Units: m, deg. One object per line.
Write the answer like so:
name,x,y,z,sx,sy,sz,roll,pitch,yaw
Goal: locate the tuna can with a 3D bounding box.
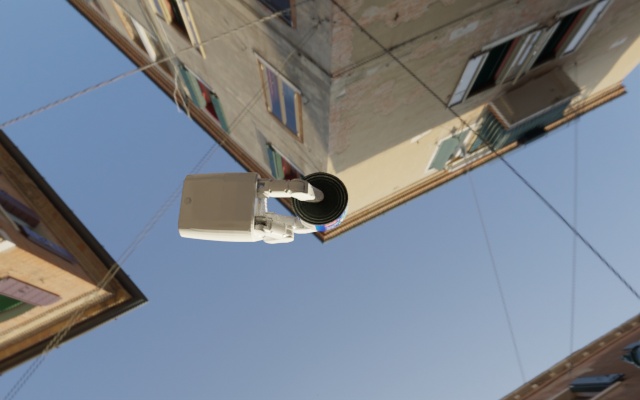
tuna can,0.000,0.003,0.724,0.086,0.086,0.034,0,-22,6
